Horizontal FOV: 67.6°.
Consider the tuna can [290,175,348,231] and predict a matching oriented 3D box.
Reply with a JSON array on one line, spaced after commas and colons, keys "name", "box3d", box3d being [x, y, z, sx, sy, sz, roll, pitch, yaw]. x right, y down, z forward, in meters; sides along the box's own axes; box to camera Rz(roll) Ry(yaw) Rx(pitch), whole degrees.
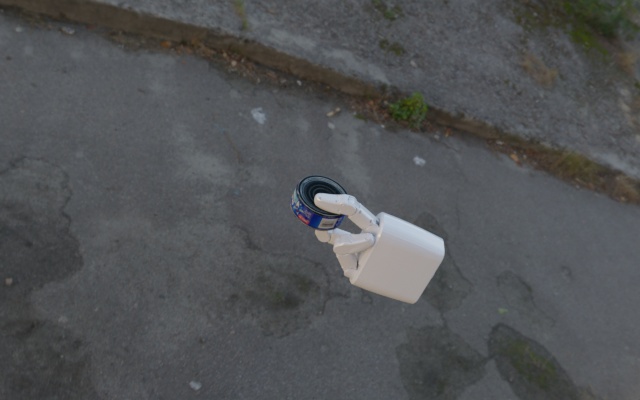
[{"name": "tuna can", "box3d": [0.000, 0.002, 0.712, 0.086, 0.086, 0.034, 0, -42, -26]}]
